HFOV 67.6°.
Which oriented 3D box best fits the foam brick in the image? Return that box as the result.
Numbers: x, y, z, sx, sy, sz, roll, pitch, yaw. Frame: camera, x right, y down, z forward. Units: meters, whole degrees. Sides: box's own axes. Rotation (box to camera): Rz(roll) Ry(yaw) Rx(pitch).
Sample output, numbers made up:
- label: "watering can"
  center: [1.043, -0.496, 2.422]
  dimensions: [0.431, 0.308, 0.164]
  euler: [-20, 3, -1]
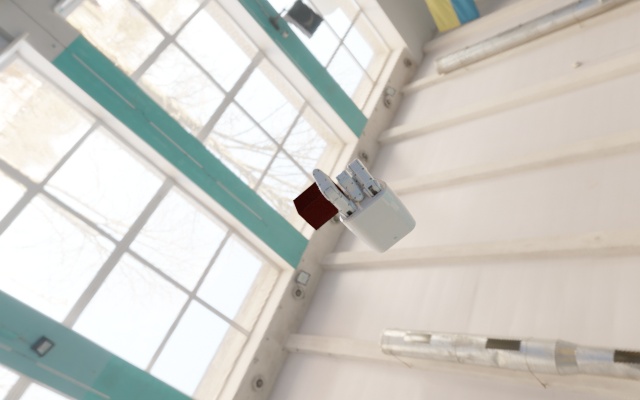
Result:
- label: "foam brick"
  center: [0.000, 0.003, 0.829]
  dimensions: [0.051, 0.078, 0.053]
  euler: [45, 12, -30]
